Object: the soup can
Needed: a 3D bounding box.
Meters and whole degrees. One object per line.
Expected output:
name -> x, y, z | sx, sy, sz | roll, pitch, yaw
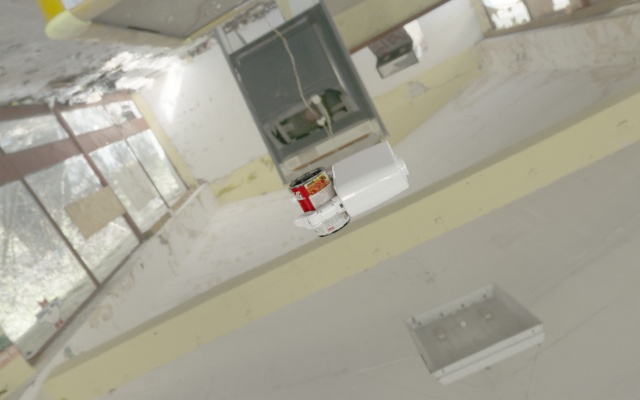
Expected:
soup can -> 0.000, 0.003, 0.818 | 0.068, 0.102, 0.068 | -27, 15, 8
